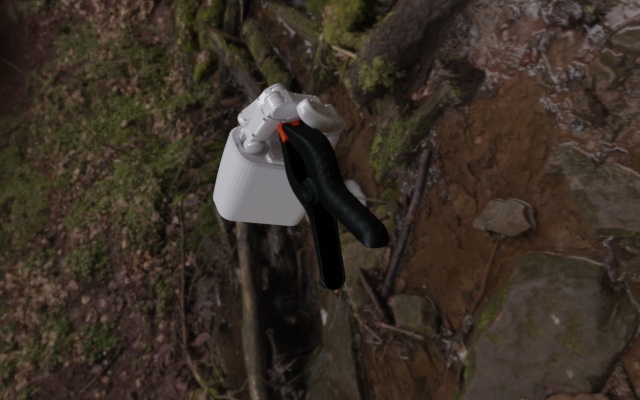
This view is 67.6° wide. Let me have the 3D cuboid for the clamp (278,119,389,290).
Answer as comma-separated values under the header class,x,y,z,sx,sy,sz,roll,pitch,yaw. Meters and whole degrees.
class,x,y,z,sx,sy,sz,roll,pitch,yaw
clamp,0.000,0.001,0.461,0.039,0.171,0.120,-8,-34,-31
